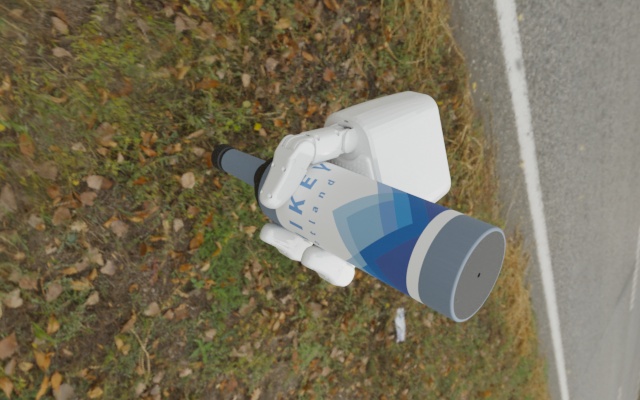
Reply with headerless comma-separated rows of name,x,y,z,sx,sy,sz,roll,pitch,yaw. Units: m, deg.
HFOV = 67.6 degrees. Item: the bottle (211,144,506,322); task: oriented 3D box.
bottle,0.000,0.001,0.400,0.295,0.069,0.069,25,16,40
